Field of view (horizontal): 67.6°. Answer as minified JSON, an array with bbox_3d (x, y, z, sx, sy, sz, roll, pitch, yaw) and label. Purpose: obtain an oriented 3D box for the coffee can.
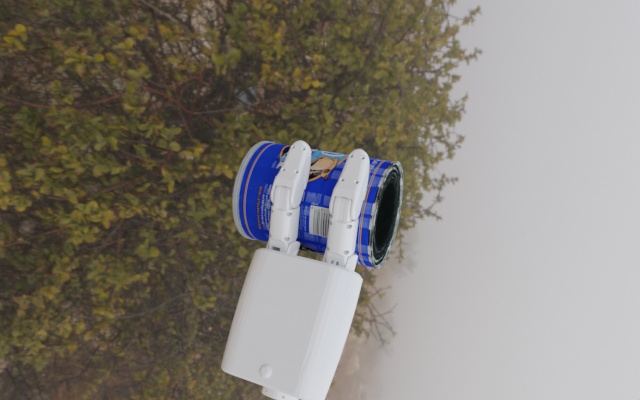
[{"bbox_3d":[0.000,0.001,0.471,0.140,0.103,0.103,11,4,21],"label":"coffee can"}]
